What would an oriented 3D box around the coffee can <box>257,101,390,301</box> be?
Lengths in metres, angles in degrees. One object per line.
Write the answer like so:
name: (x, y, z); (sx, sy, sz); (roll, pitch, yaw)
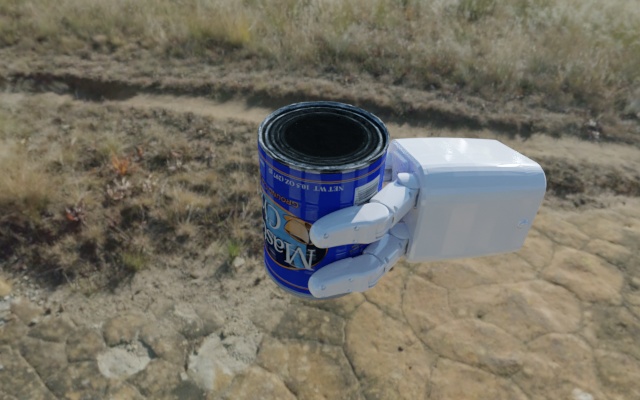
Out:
coffee can: (0.000, 0.001, 0.411); (0.103, 0.140, 0.102); (2, 39, -1)
